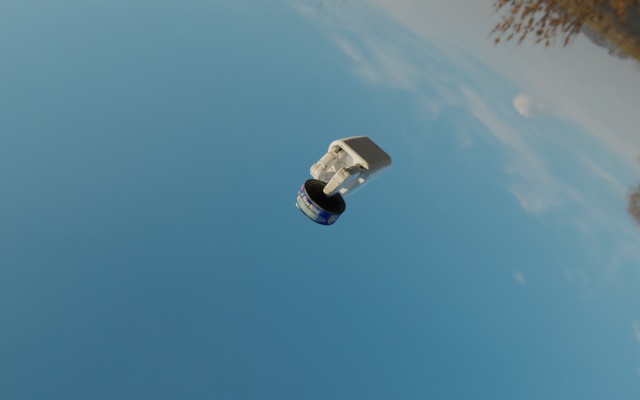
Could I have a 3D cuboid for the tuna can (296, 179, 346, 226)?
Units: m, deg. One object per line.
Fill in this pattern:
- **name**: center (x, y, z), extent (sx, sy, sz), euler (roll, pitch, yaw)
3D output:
- **tuna can**: center (0.000, 0.003, 0.839), extent (0.086, 0.086, 0.034), euler (0, -44, -46)
